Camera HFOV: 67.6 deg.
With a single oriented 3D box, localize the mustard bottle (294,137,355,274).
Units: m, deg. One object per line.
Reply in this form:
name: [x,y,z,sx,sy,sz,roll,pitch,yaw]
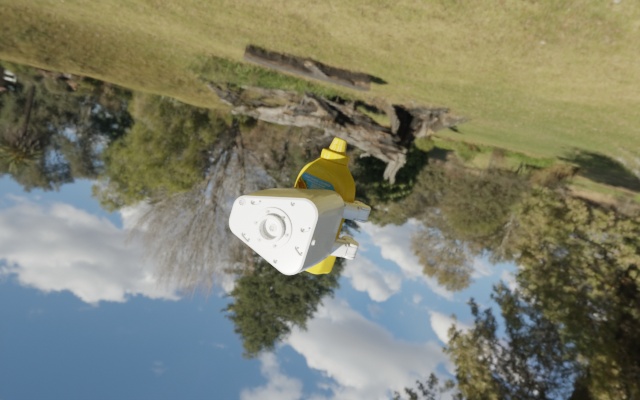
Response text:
mustard bottle: [0.000,0.003,0.695,0.096,0.191,0.058,26,13,39]
